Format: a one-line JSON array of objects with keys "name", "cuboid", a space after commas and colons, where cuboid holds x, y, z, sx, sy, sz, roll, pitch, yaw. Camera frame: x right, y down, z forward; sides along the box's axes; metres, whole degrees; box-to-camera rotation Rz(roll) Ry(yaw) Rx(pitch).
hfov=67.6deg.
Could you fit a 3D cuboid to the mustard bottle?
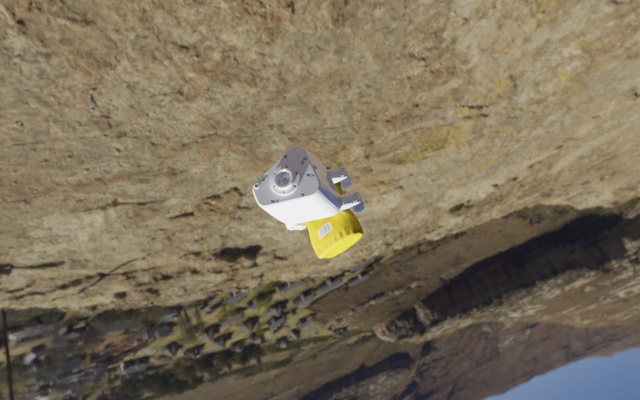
[{"name": "mustard bottle", "cuboid": [0.000, 0.003, 0.879, 0.058, 0.191, 0.096, 3, -35, -49]}]
